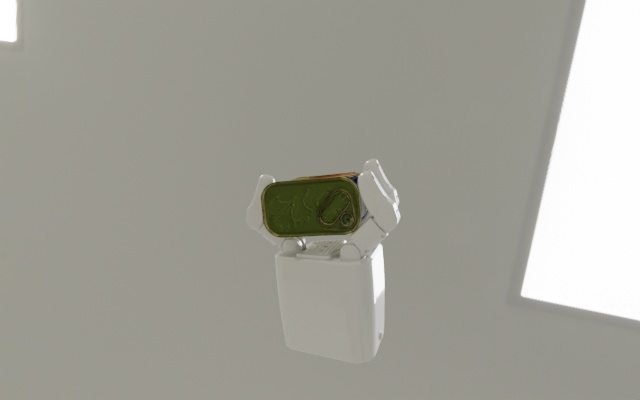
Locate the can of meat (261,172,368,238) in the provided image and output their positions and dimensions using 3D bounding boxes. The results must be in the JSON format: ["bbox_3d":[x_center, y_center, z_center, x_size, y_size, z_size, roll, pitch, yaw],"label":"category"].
[{"bbox_3d":[0.000,0.002,0.510,0.102,0.057,0.084,-4,7,16],"label":"can of meat"}]
